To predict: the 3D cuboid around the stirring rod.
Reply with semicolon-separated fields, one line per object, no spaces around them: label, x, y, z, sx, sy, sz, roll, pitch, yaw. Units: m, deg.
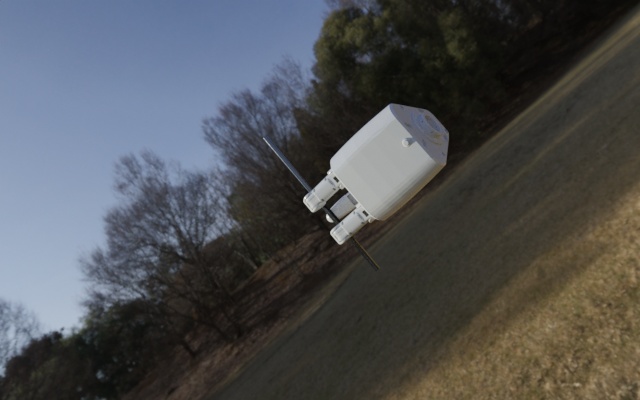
stirring rod;0.000;0.002;0.656;0.011;0.239;0.011;-40;-6;-5
